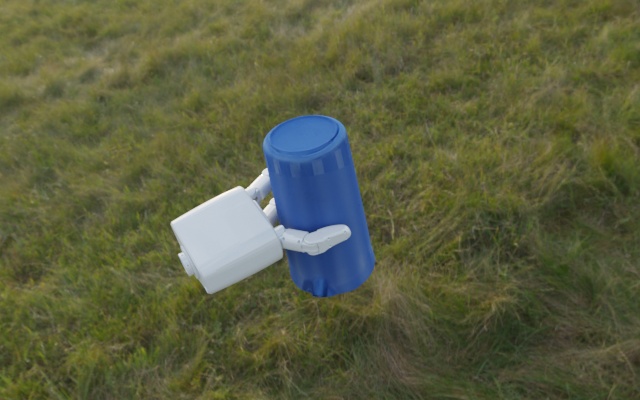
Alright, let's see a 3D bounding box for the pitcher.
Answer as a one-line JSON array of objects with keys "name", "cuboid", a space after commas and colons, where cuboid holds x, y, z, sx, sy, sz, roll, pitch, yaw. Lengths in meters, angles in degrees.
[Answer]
[{"name": "pitcher", "cuboid": [0.000, 0.002, 0.677, 0.145, 0.243, 0.149, -27, 40, -19]}]
